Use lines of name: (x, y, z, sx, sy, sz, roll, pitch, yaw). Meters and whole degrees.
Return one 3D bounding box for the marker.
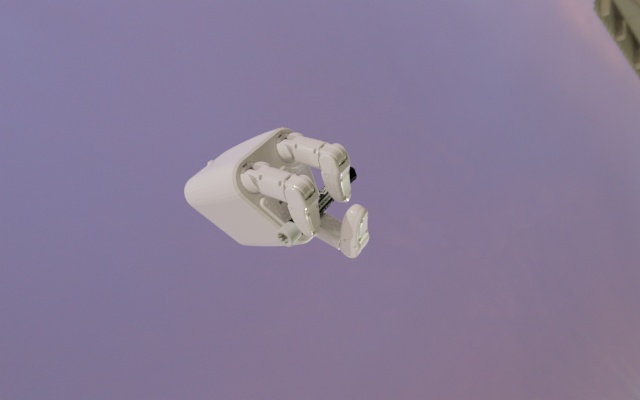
marker: (0.000, 0.002, 0.474, 0.020, 0.020, 0.121, 0, 35, 42)
